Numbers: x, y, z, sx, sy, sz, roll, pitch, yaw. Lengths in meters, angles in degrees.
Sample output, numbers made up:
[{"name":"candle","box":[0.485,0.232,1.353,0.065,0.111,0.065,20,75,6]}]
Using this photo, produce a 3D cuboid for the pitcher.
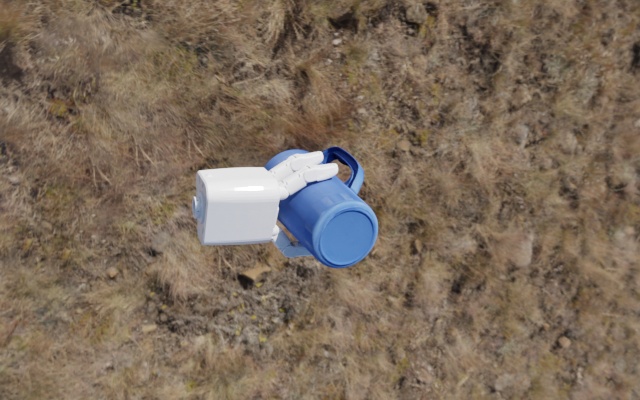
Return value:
[{"name":"pitcher","box":[0.000,0.003,0.783,0.145,0.149,0.242,-1,21,-24]}]
